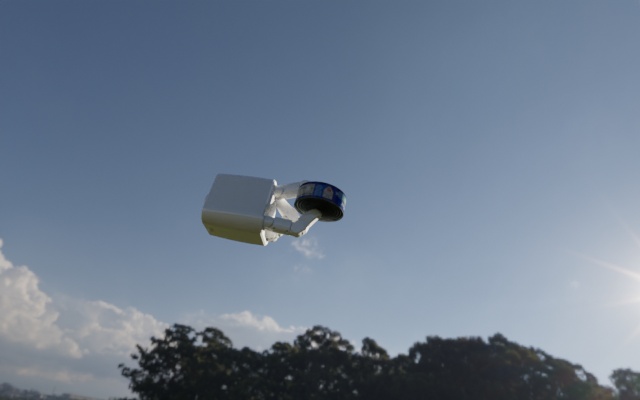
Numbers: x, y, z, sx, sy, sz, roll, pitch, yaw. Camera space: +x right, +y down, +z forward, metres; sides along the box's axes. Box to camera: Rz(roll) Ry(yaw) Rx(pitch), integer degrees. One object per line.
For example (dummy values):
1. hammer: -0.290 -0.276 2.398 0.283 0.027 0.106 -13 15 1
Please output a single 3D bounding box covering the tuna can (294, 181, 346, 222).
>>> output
1. tuna can: 0.000 0.002 0.812 0.086 0.033 0.086 11 -27 6
